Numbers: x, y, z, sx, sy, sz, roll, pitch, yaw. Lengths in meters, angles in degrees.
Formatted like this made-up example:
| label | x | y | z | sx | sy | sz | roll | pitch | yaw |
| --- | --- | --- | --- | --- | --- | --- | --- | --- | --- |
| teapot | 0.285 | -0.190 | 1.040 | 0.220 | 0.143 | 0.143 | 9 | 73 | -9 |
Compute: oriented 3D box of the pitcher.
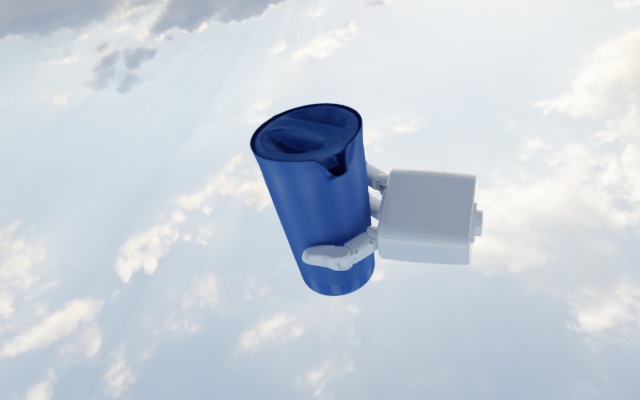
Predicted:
| label | x | y | z | sx | sy | sz | roll | pitch | yaw |
| --- | --- | --- | --- | --- | --- | --- | --- | --- | --- |
| pitcher | 0.000 | 0.002 | 0.626 | 0.145 | 0.243 | 0.149 | 3 | 40 | 20 |
